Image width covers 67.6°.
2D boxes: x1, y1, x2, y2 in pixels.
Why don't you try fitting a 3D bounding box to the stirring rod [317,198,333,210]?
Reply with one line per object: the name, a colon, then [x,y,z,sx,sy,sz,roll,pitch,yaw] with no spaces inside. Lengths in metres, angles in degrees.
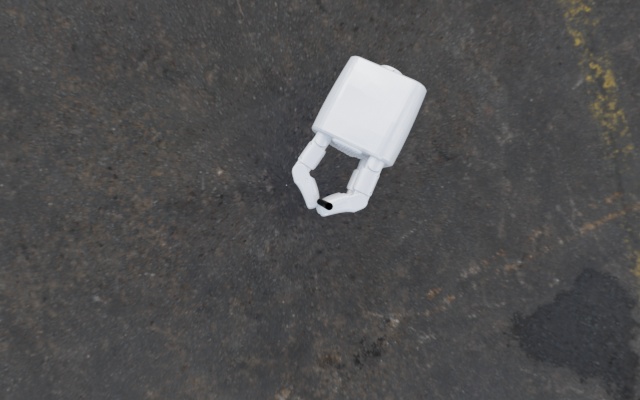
stirring rod: [0.000,0.002,0.593,0.011,0.011,0.239,0,2,-4]
